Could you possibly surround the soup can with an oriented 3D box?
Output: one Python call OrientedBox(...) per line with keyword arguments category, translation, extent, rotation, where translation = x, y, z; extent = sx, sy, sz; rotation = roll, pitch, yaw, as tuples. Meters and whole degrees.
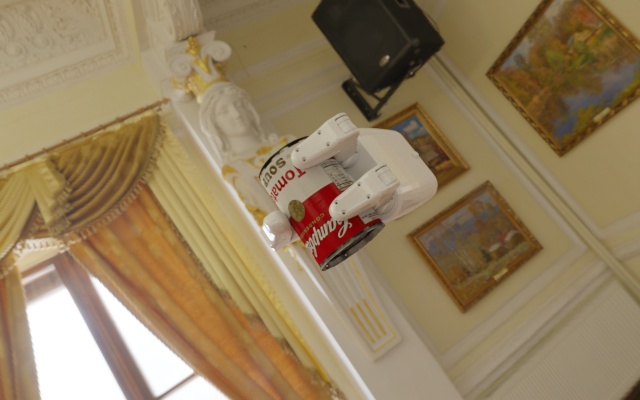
OrientedBox(category="soup can", translation=(0.000, 0.001, 0.424), extent=(0.068, 0.102, 0.068), rotation=(-34, -14, -10))
